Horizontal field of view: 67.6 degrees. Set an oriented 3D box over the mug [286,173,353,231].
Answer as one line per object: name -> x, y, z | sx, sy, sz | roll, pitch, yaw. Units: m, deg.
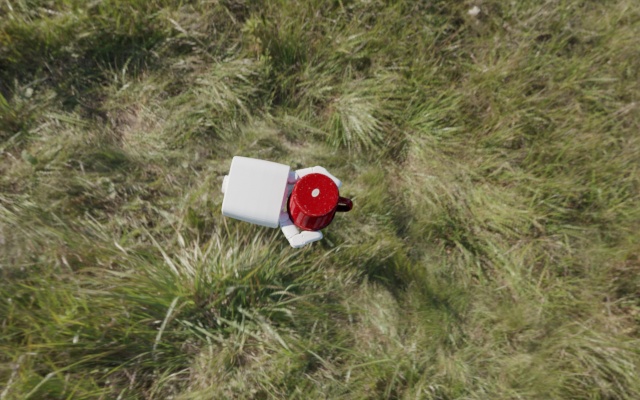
mug -> 0.002, 0.003, 0.848 | 0.117, 0.093, 0.081 | 10, -18, -5
